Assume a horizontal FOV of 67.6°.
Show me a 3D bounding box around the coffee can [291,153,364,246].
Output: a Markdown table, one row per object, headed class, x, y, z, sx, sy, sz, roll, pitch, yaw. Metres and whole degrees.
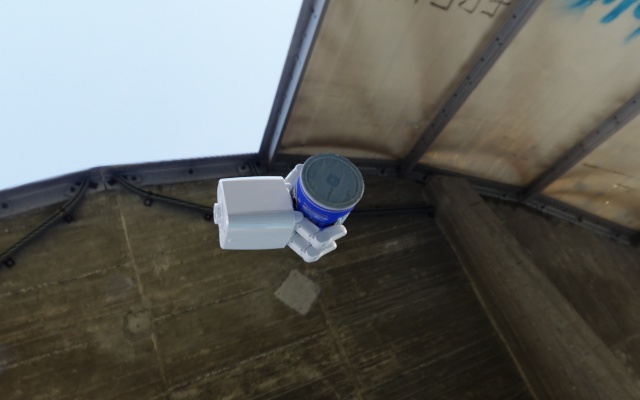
| class | x | y | z | sx | sy | sz | roll | pitch | yaw |
| --- | --- | --- | --- | --- | --- | --- | --- | --- | --- |
| coffee can | 0.000 | 0.002 | 0.794 | 0.103 | 0.102 | 0.140 | 0 | -30 | -19 |
